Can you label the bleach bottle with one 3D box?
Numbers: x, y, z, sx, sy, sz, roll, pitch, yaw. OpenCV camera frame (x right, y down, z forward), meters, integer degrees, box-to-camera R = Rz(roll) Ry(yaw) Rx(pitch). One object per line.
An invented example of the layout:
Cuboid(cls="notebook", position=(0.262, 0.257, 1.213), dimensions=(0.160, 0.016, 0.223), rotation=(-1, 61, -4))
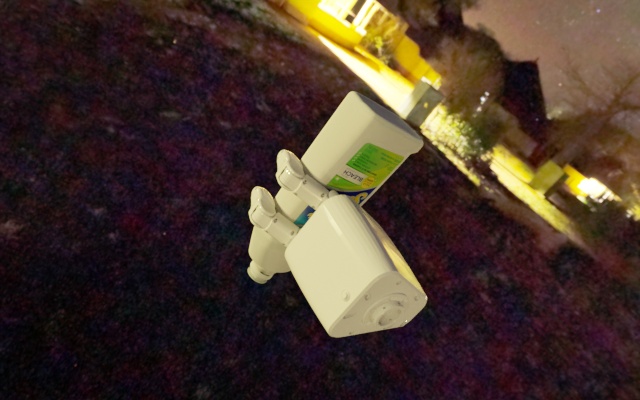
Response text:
Cuboid(cls="bleach bottle", position=(0.000, 0.002, 0.552), dimensions=(0.102, 0.251, 0.068), rotation=(17, 29, -43))
